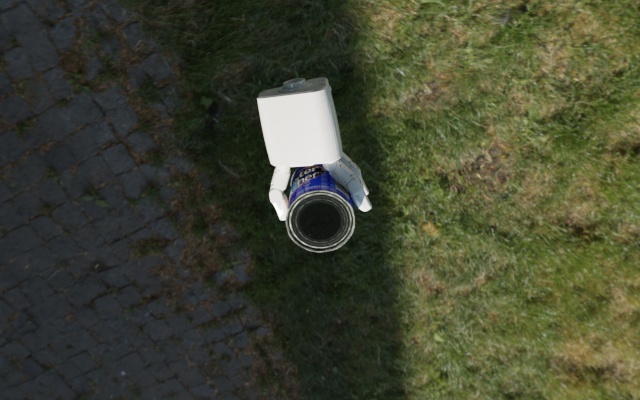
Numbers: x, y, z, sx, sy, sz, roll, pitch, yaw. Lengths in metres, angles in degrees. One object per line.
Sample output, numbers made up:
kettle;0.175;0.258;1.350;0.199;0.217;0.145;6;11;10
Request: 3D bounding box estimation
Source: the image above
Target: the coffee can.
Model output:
coffee can;0.000;0.003;0.758;0.103;0.103;0.140;0;25;0
